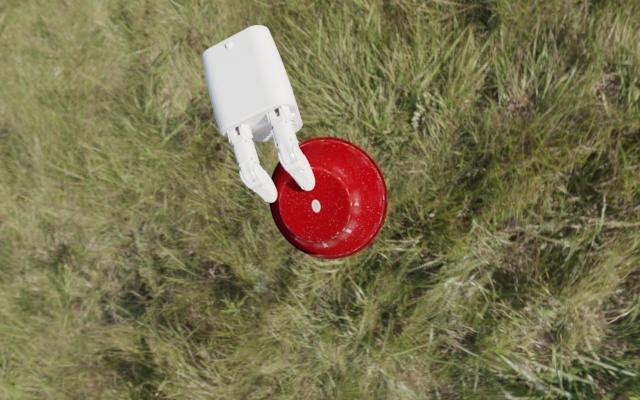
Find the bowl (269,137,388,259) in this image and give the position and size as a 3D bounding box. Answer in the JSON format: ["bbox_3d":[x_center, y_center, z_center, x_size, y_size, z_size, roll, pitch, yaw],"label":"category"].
[{"bbox_3d":[0.001,0.003,0.596,0.162,0.162,0.055,0,9,17],"label":"bowl"}]
